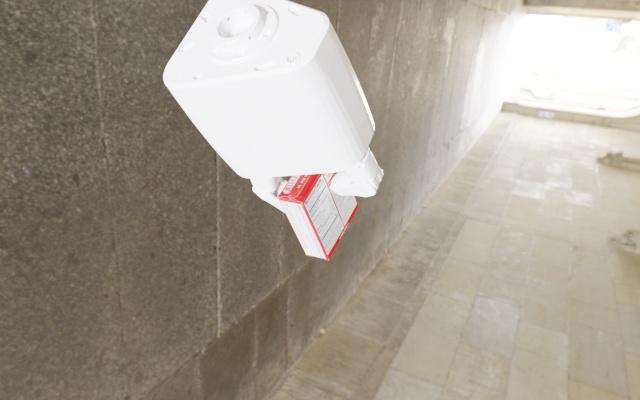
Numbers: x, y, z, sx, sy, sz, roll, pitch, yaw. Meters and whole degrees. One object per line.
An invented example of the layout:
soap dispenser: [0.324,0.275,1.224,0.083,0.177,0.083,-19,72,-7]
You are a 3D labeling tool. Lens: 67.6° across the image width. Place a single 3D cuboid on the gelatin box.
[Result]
gelatin box: [0.001,0.002,0.458,0.030,0.073,0.089,10,-37,31]
